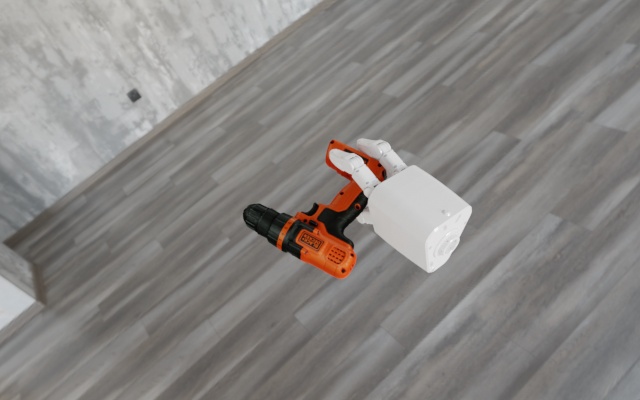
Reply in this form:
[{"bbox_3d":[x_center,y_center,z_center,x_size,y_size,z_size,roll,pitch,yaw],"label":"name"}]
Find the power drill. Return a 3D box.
[{"bbox_3d":[0.001,0.002,0.718,0.184,0.187,0.057,28,-18,14],"label":"power drill"}]
